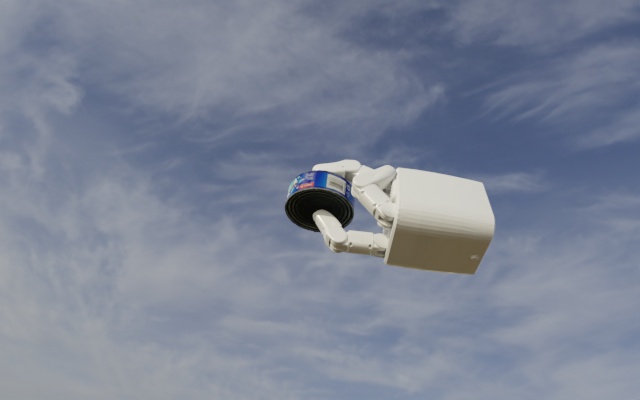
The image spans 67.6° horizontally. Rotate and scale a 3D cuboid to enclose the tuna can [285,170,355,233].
[{"bbox_3d":[0.000,0.002,0.598,0.086,0.033,0.086,5,-40,4],"label":"tuna can"}]
